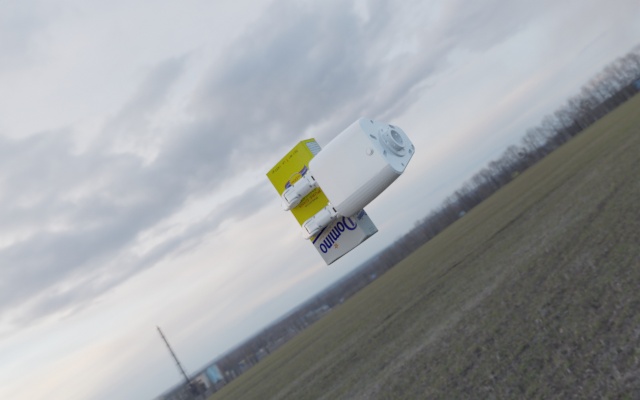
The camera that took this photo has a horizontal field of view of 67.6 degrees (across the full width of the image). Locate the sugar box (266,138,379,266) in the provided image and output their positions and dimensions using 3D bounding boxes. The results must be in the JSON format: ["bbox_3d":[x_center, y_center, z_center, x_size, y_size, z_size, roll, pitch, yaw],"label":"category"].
[{"bbox_3d":[0.000,0.002,0.735,0.093,0.176,0.048,-40,-11,33],"label":"sugar box"}]
